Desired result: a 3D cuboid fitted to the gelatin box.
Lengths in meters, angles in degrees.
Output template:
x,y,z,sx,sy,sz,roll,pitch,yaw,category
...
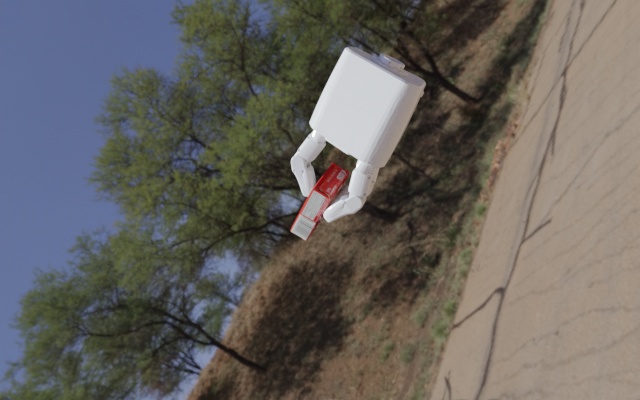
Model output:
x,y,z,sx,sy,sz,roll,pitch,yaw,category
0.000,0.002,0.654,0.030,0.089,0.073,32,38,4,gelatin box
